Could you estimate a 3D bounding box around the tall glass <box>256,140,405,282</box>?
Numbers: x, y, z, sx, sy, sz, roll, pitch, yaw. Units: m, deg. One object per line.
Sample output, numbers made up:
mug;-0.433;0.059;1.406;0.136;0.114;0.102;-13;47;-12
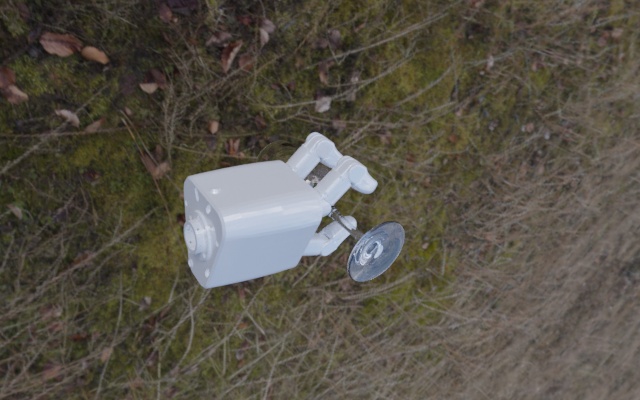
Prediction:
tall glass;0.001;0.002;0.543;0.079;0.079;0.201;0;31;-41
